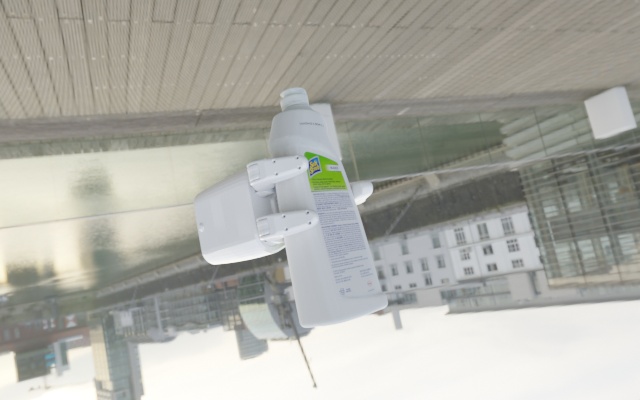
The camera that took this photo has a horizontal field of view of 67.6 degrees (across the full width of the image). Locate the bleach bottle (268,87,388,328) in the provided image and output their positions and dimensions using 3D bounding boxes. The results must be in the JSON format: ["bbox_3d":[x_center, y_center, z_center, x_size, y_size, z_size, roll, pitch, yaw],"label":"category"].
[{"bbox_3d":[0.000,0.002,0.518,0.068,0.251,0.102,-18,-10,39],"label":"bleach bottle"}]
